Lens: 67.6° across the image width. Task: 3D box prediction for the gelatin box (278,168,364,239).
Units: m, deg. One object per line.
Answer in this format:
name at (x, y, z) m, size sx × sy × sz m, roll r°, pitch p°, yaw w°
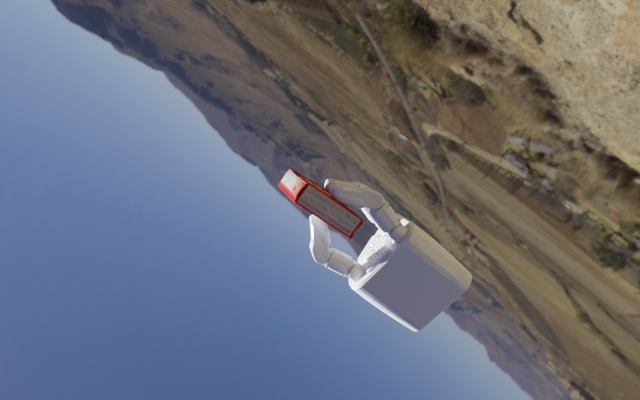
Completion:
gelatin box at (0.000, 0.002, 0.568) m, size 0.089 × 0.030 × 0.073 m, roll 33°, pitch 4°, yaw -25°
